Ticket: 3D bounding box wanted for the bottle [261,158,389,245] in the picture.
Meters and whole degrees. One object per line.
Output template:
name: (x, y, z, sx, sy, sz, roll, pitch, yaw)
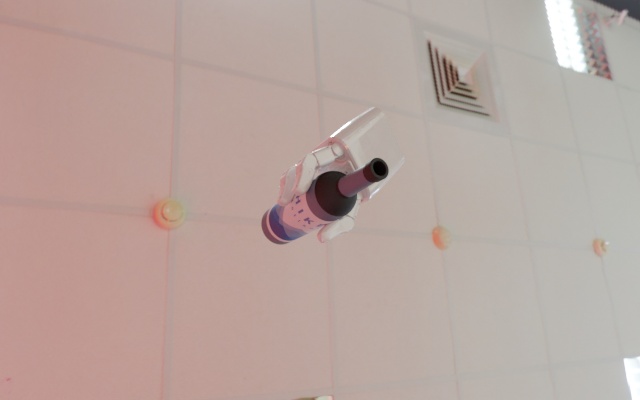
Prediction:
bottle: (0.000, 0.002, 0.685, 0.069, 0.069, 0.296, 0, -16, -29)
